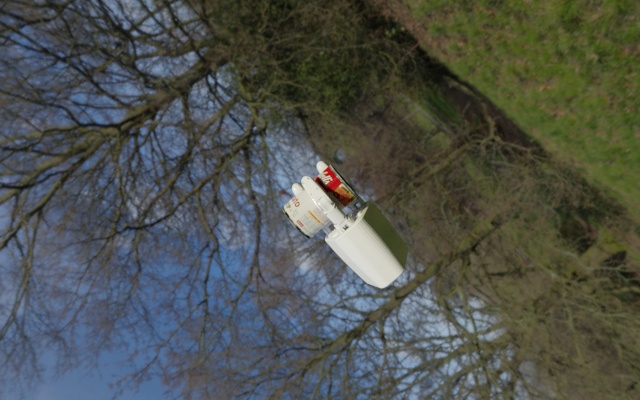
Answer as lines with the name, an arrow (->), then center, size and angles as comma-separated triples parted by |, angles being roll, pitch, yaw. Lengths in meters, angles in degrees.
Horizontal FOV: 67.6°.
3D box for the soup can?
soup can -> 0.000, 0.002, 0.747 | 0.102, 0.068, 0.068 | -41, -6, 7
